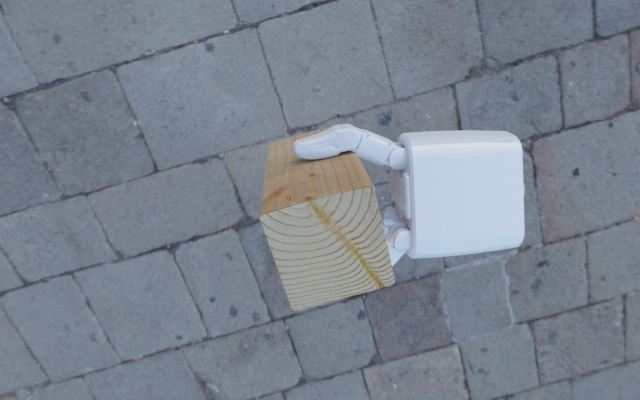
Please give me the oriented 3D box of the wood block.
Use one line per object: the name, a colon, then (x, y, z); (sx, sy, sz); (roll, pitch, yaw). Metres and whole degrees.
wood block: (0.000, 0.001, 0.463); (0.090, 0.091, 0.206); (-15, 22, 1)
